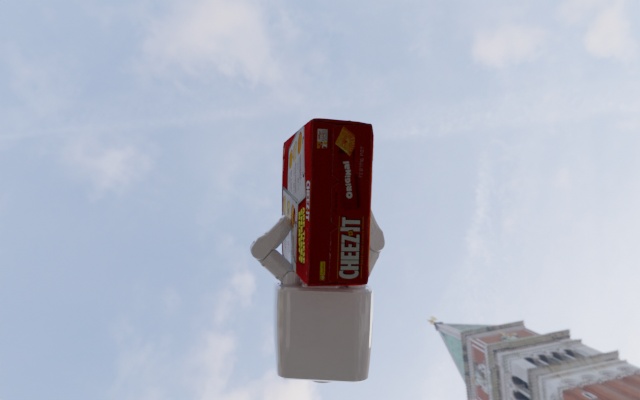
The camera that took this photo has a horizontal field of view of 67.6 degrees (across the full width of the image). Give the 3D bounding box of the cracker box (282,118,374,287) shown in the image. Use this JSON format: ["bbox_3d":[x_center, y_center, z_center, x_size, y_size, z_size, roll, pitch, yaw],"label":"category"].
[{"bbox_3d":[0.000,0.002,0.565,0.072,0.164,0.213,1,1,-12],"label":"cracker box"}]
